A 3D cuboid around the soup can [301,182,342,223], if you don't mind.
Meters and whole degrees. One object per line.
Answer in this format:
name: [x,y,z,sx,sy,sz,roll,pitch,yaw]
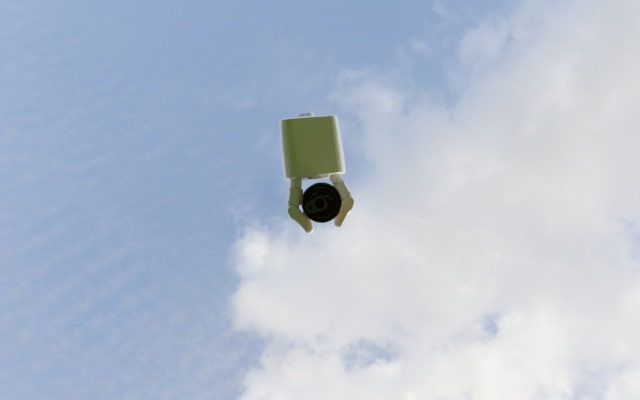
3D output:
soup can: [0.000,0.003,0.841,0.068,0.068,0.102,0,1,-2]
